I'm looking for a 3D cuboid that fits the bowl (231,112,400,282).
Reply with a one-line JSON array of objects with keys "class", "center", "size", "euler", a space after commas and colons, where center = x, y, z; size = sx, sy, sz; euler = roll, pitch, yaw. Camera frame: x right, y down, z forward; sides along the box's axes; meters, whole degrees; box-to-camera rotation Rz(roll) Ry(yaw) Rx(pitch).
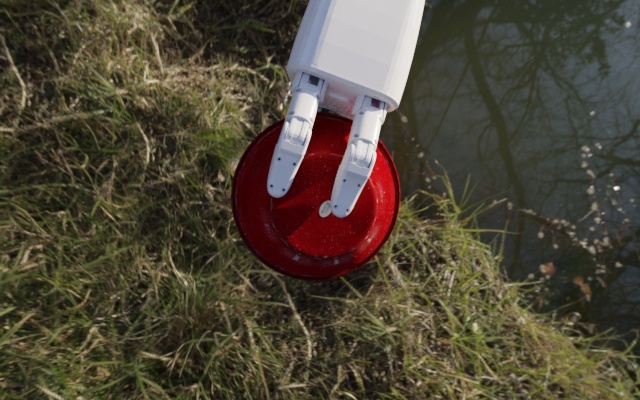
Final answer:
[{"class": "bowl", "center": [0.000, 0.003, 0.427], "size": [0.162, 0.162, 0.055], "euler": [0, 8, -7]}]
